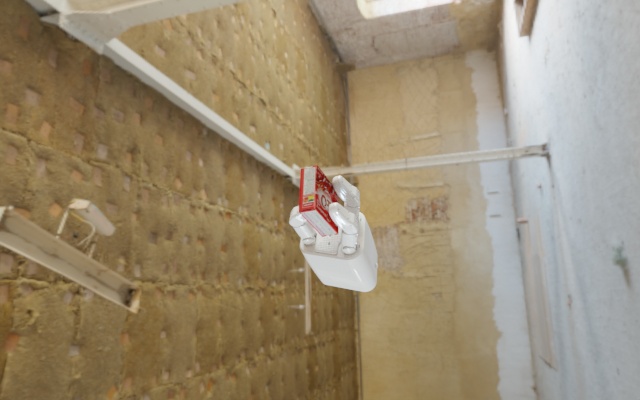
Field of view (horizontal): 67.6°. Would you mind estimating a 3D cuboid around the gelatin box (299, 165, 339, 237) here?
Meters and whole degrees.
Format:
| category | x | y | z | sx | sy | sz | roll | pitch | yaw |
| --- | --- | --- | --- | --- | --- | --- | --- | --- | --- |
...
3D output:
| category | x | y | z | sx | sy | sz | roll | pitch | yaw |
| --- | --- | --- | --- | --- | --- | --- | --- | --- | --- |
| gelatin box | 0.000 | 0.002 | 0.703 | 0.030 | 0.073 | 0.089 | -11 | -32 | 21 |
